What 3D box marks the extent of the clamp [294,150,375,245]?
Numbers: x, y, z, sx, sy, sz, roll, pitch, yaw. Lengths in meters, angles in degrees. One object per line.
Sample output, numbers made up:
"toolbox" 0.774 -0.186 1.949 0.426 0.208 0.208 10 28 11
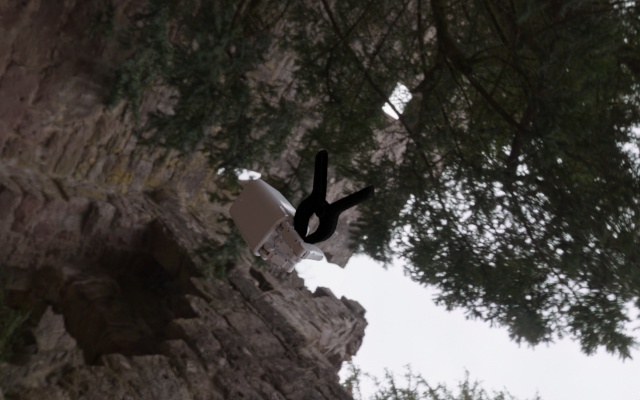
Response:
"clamp" 0.000 0.003 0.808 0.120 0.171 0.039 50 19 26
